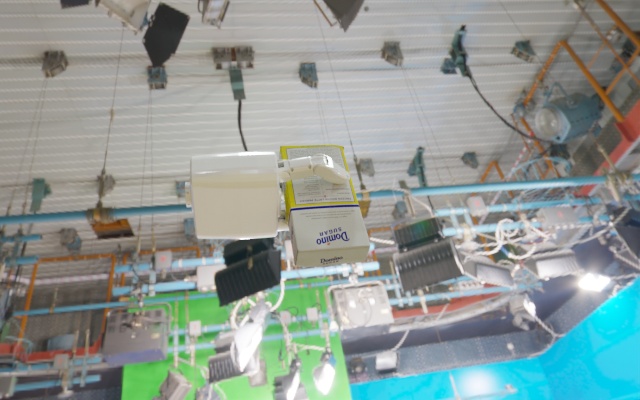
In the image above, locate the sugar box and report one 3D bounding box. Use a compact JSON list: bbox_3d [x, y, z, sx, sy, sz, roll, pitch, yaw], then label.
[{"bbox_3d":[0.000,0.002,0.634,0.093,0.176,0.048,-3,-36,-11],"label":"sugar box"}]
